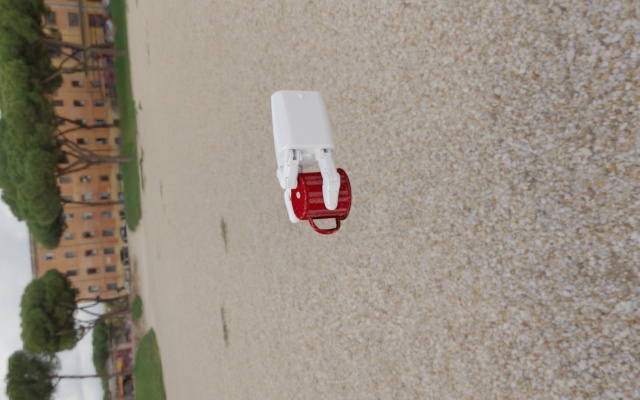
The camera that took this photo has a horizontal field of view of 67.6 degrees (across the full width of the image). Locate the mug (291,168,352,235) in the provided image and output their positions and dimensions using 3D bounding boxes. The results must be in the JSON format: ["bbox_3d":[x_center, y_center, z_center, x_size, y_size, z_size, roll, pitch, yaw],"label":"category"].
[{"bbox_3d":[0.000,0.004,0.819,0.081,0.117,0.093,-4,-18,-22],"label":"mug"}]
